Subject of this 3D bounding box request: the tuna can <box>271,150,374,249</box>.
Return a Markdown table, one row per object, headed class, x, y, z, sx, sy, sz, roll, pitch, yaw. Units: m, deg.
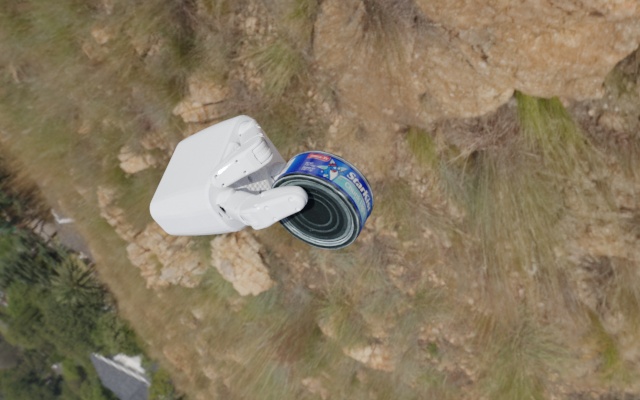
| class | x | y | z | sx | sy | sz | roll | pitch | yaw |
| --- | --- | --- | --- | --- | --- | --- | --- | --- | --- |
| tuna can | 0.000 | 0.002 | 0.409 | 0.086 | 0.086 | 0.033 | 0 | 40 | 31 |
